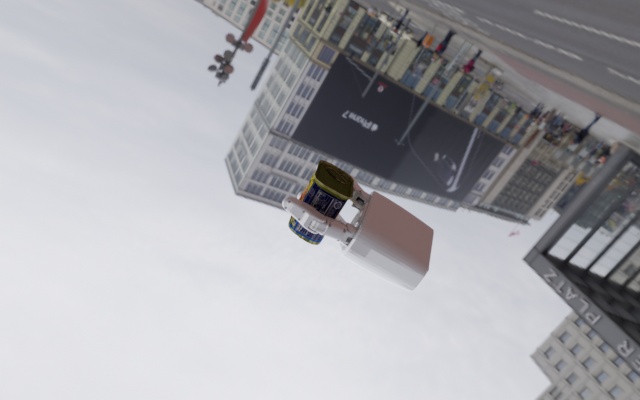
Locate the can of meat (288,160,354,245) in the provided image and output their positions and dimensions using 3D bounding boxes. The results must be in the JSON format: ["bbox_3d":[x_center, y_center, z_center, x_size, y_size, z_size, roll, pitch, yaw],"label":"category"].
[{"bbox_3d":[0.000,0.002,0.661,0.057,0.084,0.102,29,20,-6],"label":"can of meat"}]
